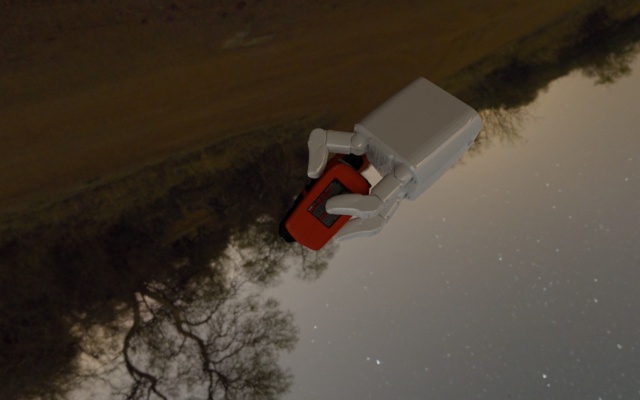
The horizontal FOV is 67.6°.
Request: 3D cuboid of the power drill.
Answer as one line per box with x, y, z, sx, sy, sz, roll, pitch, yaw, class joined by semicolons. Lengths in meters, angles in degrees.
0.000;0.002;0.633;0.057;0.184;0.187;38;10;-7;power drill
